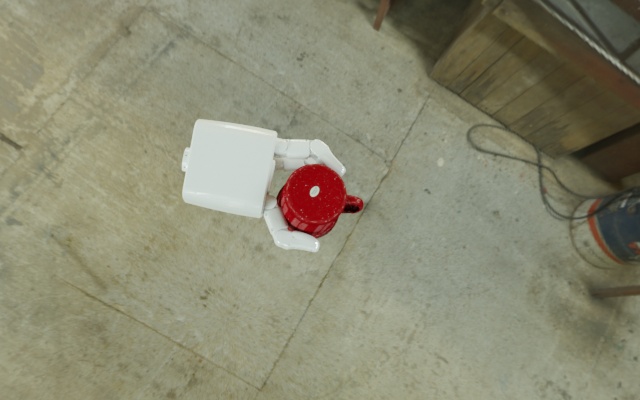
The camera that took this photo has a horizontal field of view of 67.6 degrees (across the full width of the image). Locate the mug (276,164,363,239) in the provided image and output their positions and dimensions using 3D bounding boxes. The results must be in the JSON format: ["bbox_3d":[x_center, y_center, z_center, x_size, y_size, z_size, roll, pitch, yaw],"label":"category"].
[{"bbox_3d":[0.002,0.002,0.640,0.117,0.093,0.081,8,-15,-7],"label":"mug"}]
